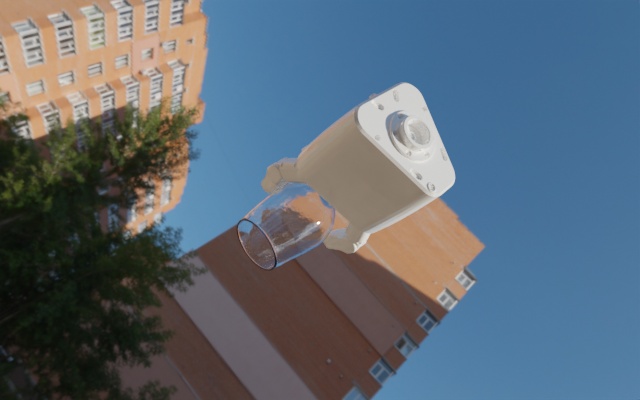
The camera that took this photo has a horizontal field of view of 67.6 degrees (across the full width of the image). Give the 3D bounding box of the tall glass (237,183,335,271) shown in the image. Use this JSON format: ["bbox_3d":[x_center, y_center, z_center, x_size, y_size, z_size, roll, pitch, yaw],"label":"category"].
[{"bbox_3d":[0.001,0.002,0.553,0.201,0.079,0.079,-34,21,-35],"label":"tall glass"}]
